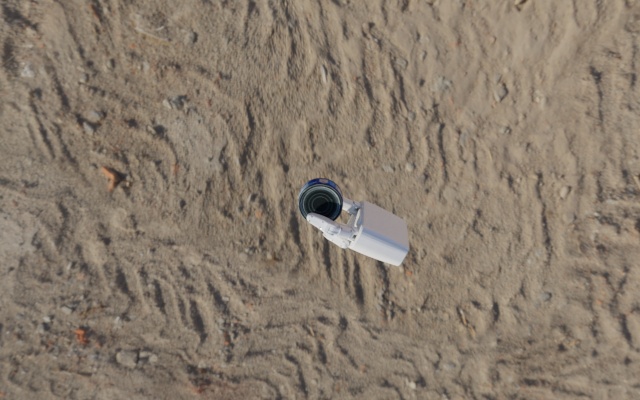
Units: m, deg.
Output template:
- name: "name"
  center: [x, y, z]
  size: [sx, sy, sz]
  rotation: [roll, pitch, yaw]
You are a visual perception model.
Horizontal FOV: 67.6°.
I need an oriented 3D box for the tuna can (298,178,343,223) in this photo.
- name: "tuna can"
  center: [0.000, 0.003, 0.896]
  size: [0.086, 0.086, 0.033]
  rotation: [0, 22, 1]
